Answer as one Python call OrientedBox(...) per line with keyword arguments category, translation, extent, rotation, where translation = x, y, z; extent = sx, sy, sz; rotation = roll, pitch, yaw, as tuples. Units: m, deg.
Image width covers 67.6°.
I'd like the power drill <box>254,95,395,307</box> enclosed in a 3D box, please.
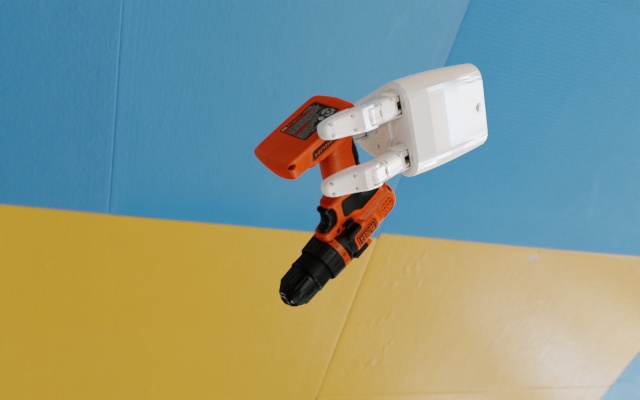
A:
OrientedBox(category="power drill", translation=(0.000, 0.001, 0.500), extent=(0.057, 0.184, 0.188), rotation=(24, -30, 36))
